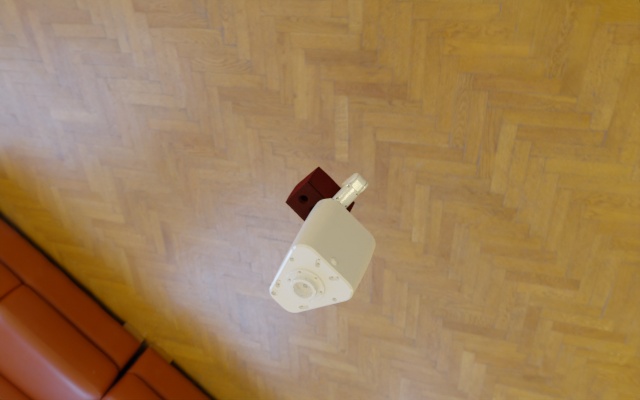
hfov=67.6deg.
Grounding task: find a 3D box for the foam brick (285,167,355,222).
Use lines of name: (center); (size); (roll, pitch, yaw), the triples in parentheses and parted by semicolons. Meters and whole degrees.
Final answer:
foam brick: (0.000, 0.002, 0.675); (0.053, 0.078, 0.051); (-40, 9, 34)
